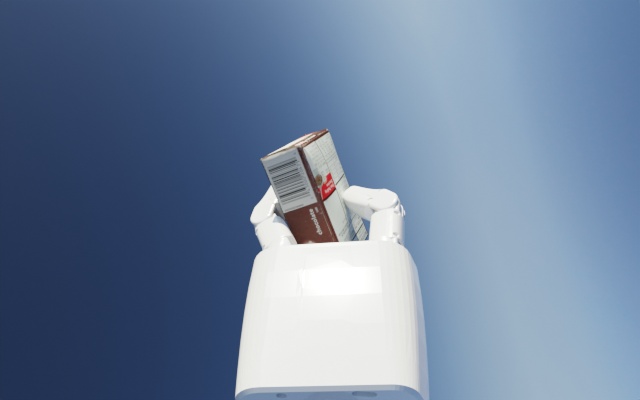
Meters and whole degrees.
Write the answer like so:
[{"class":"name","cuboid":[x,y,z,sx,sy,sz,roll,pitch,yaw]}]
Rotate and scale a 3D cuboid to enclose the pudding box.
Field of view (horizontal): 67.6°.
[{"class":"pudding box","cuboid":[0.000,0.001,0.411,0.039,0.113,0.090,-16,11,19]}]
